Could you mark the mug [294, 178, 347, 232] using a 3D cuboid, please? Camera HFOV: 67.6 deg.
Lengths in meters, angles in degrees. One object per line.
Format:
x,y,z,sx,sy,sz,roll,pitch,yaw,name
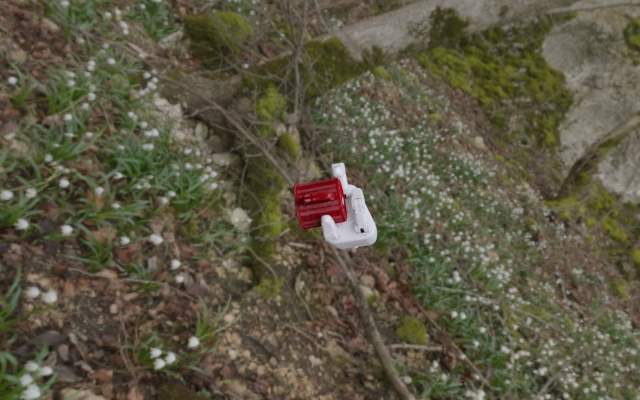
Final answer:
0.000,0.002,0.852,0.081,0.093,0.117,-10,-14,8,mug
